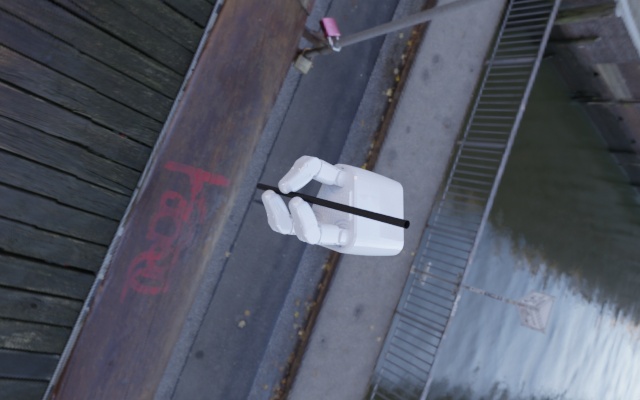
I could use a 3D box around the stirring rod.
[{"bbox_3d":[0.000,0.002,0.521,0.011,0.011,0.239,0,10,-41],"label":"stirring rod"}]
